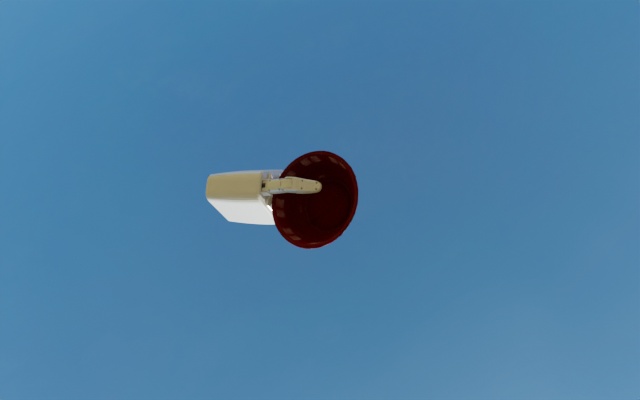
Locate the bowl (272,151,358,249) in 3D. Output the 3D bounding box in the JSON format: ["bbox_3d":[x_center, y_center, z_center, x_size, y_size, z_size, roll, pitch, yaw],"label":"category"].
[{"bbox_3d":[0.001,0.003,0.786,0.162,0.162,0.055,0,-12,31],"label":"bowl"}]
